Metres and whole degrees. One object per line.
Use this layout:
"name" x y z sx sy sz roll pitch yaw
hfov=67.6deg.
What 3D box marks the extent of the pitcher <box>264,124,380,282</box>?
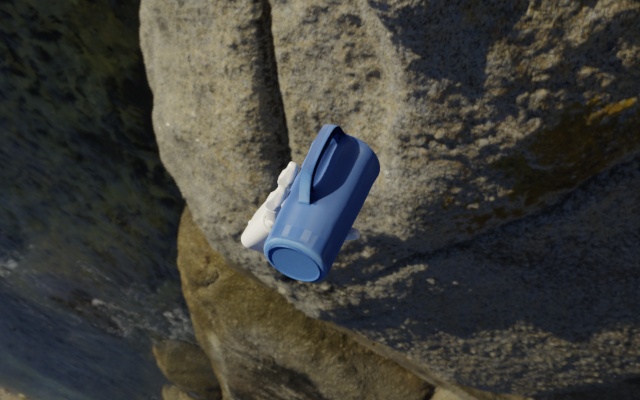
"pitcher" 0.000 0.003 0.790 0.149 0.242 0.145 38 -38 -15
